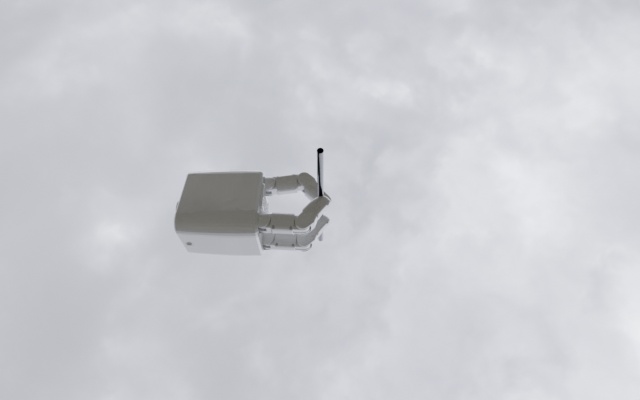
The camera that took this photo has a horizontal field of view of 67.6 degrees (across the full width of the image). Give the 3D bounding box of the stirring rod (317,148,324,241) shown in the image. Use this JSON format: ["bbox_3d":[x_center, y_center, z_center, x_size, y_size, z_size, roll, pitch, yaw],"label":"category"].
[{"bbox_3d":[0.000,0.002,0.640,0.011,0.011,0.240,0,-29,0],"label":"stirring rod"}]
